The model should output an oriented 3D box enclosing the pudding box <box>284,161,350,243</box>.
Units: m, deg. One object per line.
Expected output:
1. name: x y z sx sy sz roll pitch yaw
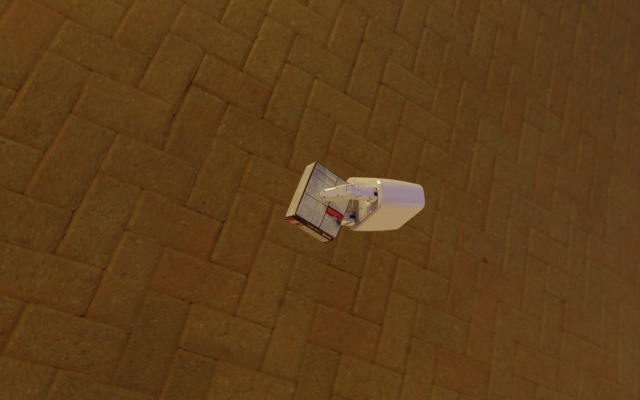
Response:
1. pudding box: 0.000 0.003 0.820 0.090 0.113 0.039 32 -29 -21
